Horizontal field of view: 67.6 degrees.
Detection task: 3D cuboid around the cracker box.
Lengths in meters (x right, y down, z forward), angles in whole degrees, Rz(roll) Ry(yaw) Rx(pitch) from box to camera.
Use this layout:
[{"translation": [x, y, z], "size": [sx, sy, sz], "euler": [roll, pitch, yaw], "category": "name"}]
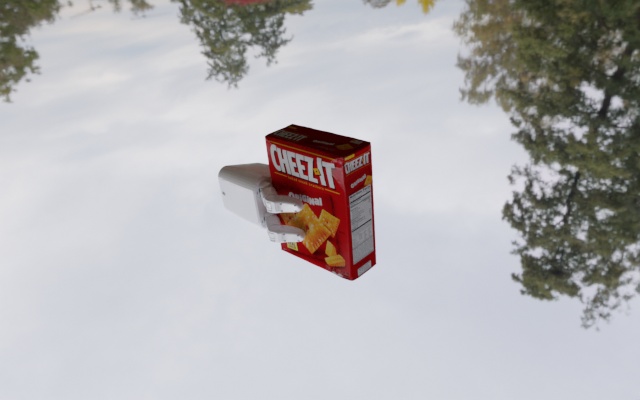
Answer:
[{"translation": [0.000, 0.003, 0.749], "size": [0.164, 0.214, 0.072], "euler": [20, 37, 39], "category": "cracker box"}]
